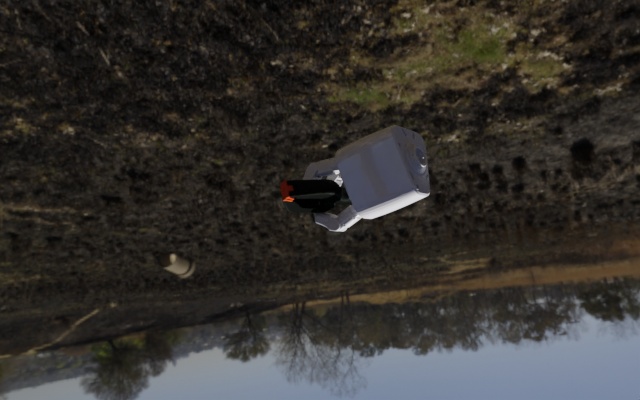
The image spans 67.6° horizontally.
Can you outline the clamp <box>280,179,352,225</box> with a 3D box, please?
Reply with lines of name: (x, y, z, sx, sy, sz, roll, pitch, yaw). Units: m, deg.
clamp: (0.000, 0.003, 0.783, 0.164, 0.036, 0.210, -27, -22, 37)
